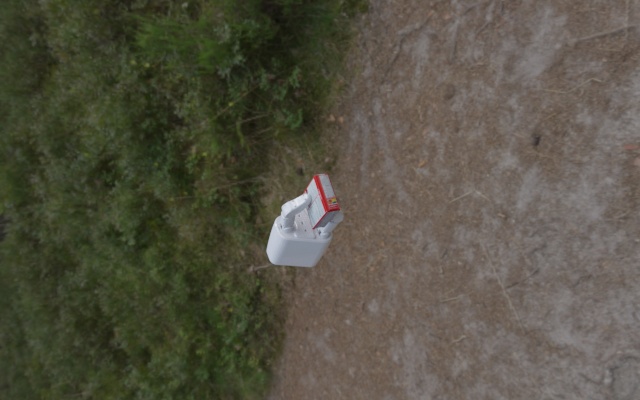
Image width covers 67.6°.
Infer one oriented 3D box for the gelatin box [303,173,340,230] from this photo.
[{"bbox_3d":[0.000,0.003,0.872,0.030,0.073,0.089,-10,-21,-23],"label":"gelatin box"}]
